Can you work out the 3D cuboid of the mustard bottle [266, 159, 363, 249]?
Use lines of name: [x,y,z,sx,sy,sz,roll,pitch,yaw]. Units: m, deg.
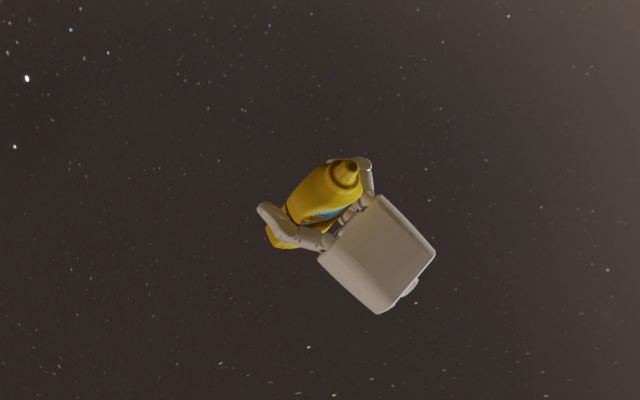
mustard bottle: [0.000,0.002,0.607,0.096,0.058,0.192,-16,-16,-29]
